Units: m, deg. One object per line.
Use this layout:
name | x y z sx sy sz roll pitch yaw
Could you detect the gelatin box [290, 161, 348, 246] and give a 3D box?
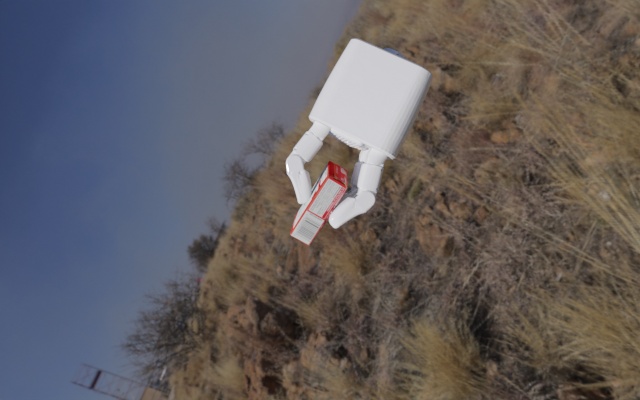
gelatin box | 0.000 0.002 0.583 0.030 0.089 0.073 31 16 -7
